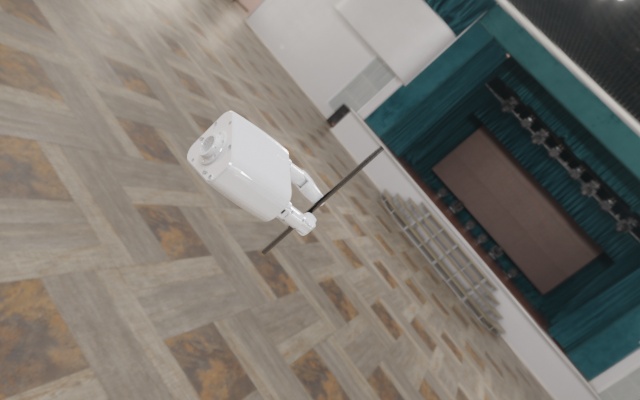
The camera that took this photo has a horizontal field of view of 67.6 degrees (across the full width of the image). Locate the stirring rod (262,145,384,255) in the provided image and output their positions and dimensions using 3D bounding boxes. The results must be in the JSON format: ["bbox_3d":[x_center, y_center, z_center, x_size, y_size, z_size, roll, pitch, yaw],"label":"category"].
[{"bbox_3d":[0.000,0.002,0.703,0.239,0.011,0.011,-41,-12,13],"label":"stirring rod"}]
